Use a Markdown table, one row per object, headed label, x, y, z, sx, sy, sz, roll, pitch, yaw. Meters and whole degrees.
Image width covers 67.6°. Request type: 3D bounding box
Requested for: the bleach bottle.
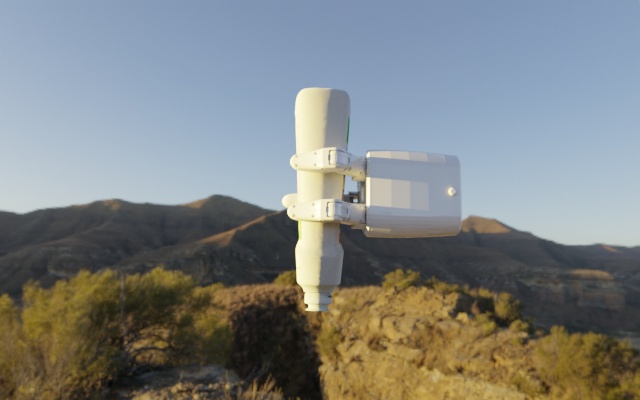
| label | x | y | z | sx | sy | sz | roll | pitch | yaw |
| --- | --- | --- | --- | --- | --- | --- | --- | --- | --- |
| bleach bottle | 0.000 | 0.002 | 0.567 | 0.068 | 0.250 | 0.102 | 2 | -9 | -1 |
